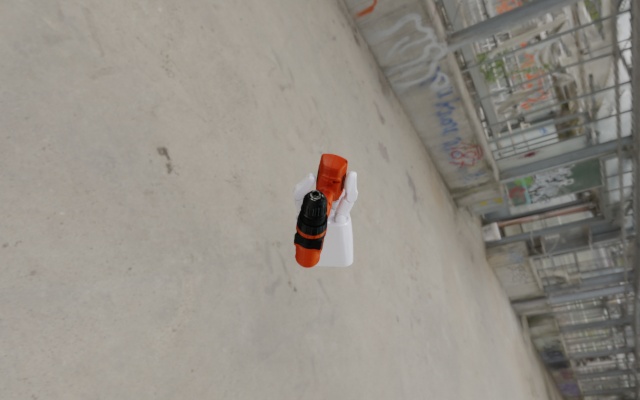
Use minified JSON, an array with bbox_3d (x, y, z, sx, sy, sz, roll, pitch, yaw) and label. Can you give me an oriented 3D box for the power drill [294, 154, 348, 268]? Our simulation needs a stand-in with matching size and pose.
[{"bbox_3d":[0.000,0.003,0.856,0.057,0.187,0.185,17,-42,5],"label":"power drill"}]
